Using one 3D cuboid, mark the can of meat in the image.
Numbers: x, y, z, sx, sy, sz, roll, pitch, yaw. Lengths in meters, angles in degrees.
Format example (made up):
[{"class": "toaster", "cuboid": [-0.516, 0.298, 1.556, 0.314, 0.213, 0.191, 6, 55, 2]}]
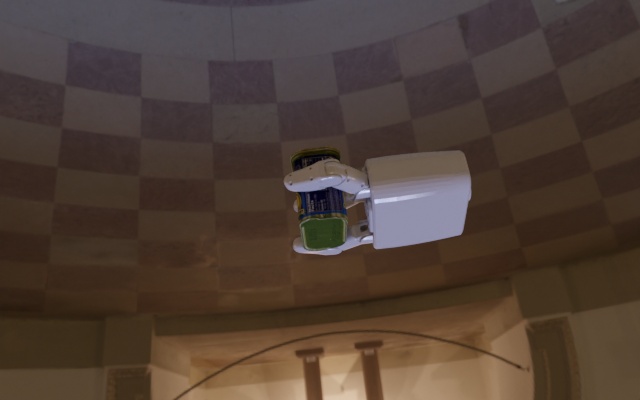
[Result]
[{"class": "can of meat", "cuboid": [0.000, 0.002, 0.544, 0.057, 0.084, 0.102, -7, -25, -1]}]
